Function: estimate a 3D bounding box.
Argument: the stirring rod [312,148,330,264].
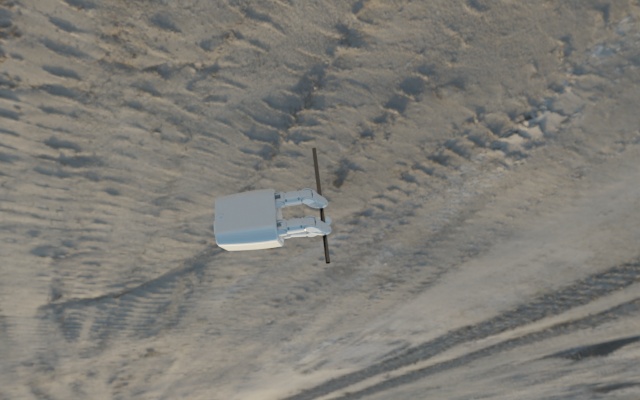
[{"bbox_3d":[0.000,0.003,0.879,0.011,0.239,0.011,-5,-29,-3],"label":"stirring rod"}]
